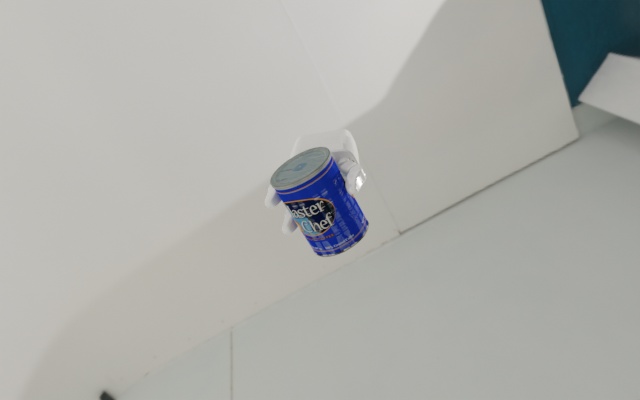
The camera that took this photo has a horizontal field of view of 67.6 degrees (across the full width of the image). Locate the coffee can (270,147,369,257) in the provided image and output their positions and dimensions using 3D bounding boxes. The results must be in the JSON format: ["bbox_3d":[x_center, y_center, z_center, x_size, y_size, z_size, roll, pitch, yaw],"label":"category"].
[{"bbox_3d":[0.000,0.002,0.746,0.103,0.140,0.102,-24,26,13],"label":"coffee can"}]
